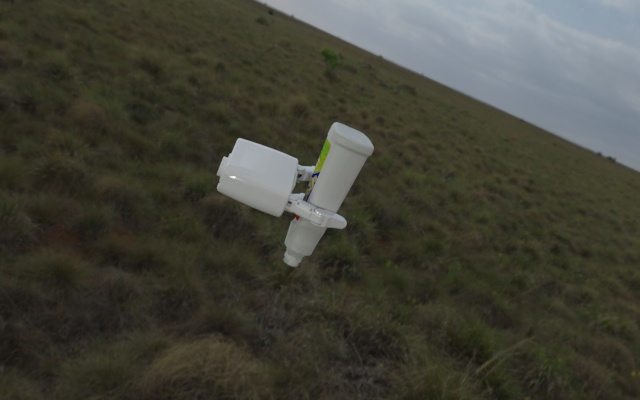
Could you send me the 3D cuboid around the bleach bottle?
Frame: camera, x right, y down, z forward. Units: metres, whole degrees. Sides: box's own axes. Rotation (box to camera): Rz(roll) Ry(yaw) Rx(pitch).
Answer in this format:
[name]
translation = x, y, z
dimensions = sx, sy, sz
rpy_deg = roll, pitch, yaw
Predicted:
[bleach bottle]
translation = 0.000, 0.003, 0.784
dimensions = 0.068, 0.251, 0.102
rpy_deg = 22, 18, -12
